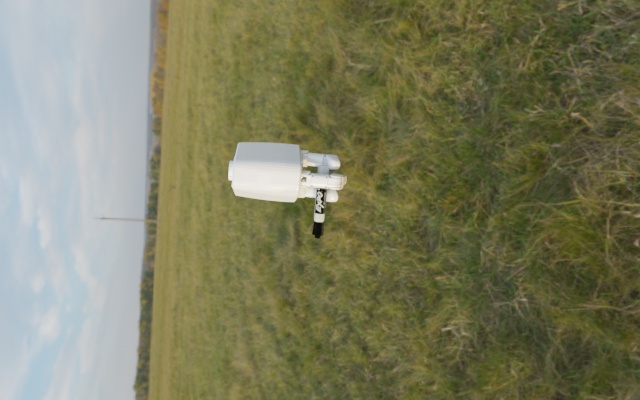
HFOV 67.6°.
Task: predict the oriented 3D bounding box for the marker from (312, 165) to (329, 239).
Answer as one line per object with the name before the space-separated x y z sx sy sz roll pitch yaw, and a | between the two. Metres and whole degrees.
marker | 0.000 0.003 0.782 0.020 0.121 0.020 5 8 -1
